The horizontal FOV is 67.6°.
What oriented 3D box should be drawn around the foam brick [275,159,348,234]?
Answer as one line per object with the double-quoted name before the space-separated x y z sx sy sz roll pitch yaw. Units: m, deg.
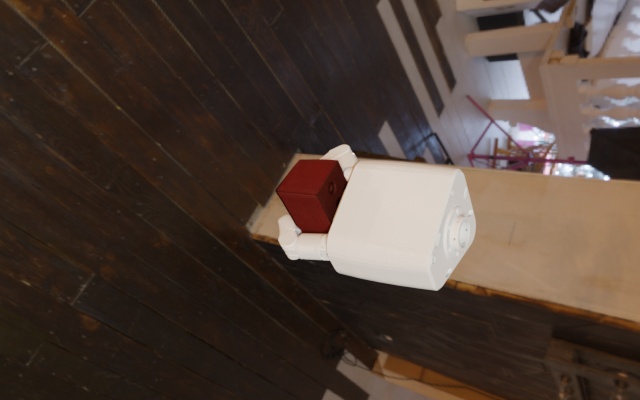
"foam brick" 0.000 0.001 0.500 0.051 0.078 0.053 4 47 35
